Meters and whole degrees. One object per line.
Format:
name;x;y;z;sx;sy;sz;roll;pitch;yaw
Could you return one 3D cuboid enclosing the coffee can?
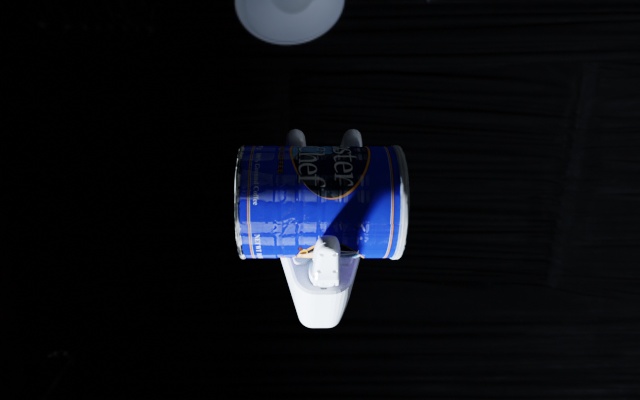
coffee can;0.000;0.001;0.430;0.140;0.103;0.103;0;0;-2
